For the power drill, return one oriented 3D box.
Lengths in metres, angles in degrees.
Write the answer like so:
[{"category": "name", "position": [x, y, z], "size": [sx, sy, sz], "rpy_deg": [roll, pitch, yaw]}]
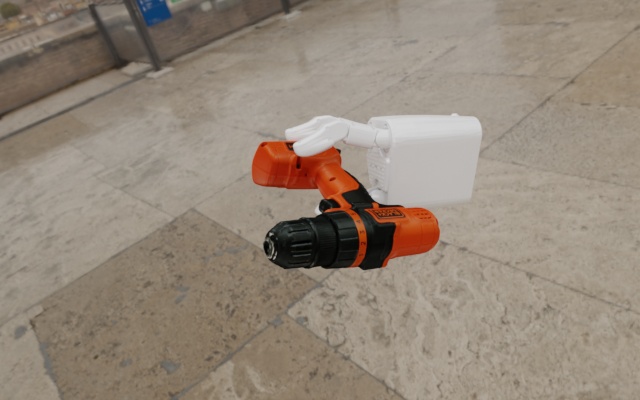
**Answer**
[{"category": "power drill", "position": [0.000, 0.001, 0.481], "size": [0.184, 0.057, 0.187], "rpy_deg": [-1, 31, -34]}]
